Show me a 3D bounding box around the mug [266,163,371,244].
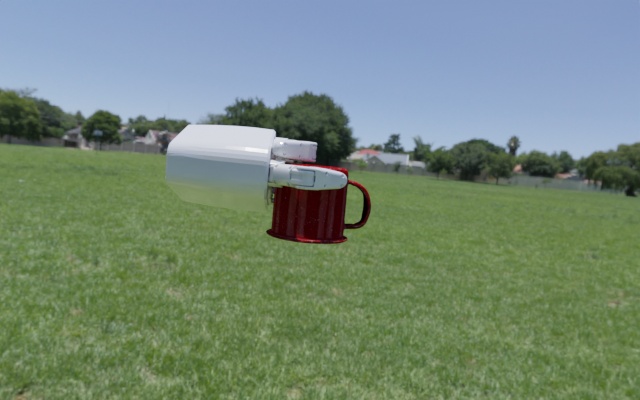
[{"bbox_3d":[0.002,0.002,0.543,0.117,0.081,0.093,5,5,-5],"label":"mug"}]
